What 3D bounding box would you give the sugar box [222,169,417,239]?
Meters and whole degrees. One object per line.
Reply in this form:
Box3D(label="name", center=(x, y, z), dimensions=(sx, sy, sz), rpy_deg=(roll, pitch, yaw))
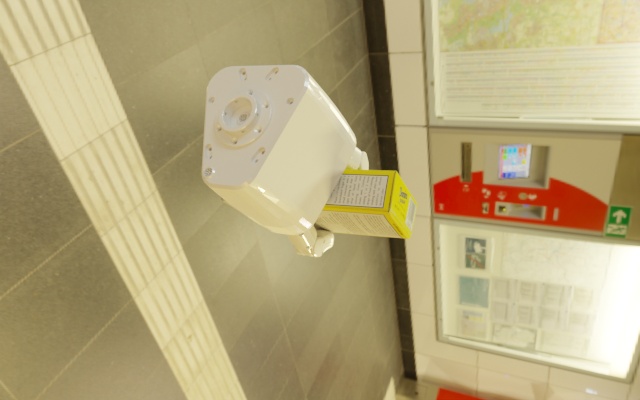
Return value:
Box3D(label="sugar box", center=(0.000, 0.001, 0.483), dimensions=(0.176, 0.048, 0.093), rpy_deg=(6, -17, 25))
